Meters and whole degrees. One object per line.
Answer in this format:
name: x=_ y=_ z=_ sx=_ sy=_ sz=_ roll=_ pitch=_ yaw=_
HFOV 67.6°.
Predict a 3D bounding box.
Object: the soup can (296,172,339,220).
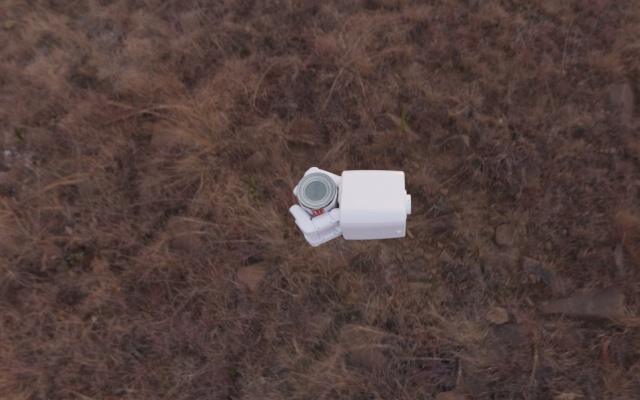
soup can: x=0.000 y=0.002 z=0.818 sx=0.068 sy=0.068 sz=0.102 roll=0 pitch=-22 yaw=9
